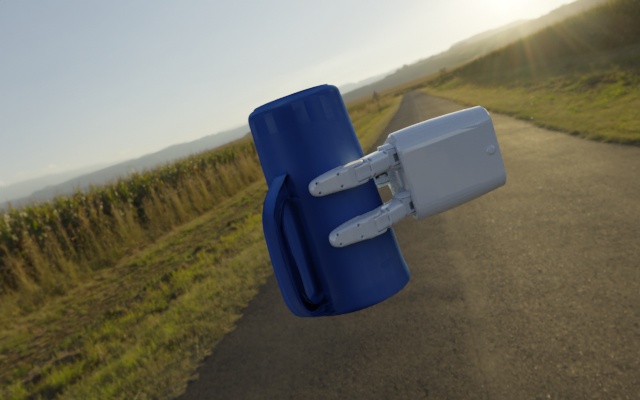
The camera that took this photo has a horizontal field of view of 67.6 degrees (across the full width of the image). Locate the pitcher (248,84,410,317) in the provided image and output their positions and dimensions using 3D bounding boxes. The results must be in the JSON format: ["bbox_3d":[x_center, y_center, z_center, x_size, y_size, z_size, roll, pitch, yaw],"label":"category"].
[{"bbox_3d":[0.000,0.002,0.540,0.145,0.243,0.149,-20,9,-4],"label":"pitcher"}]
